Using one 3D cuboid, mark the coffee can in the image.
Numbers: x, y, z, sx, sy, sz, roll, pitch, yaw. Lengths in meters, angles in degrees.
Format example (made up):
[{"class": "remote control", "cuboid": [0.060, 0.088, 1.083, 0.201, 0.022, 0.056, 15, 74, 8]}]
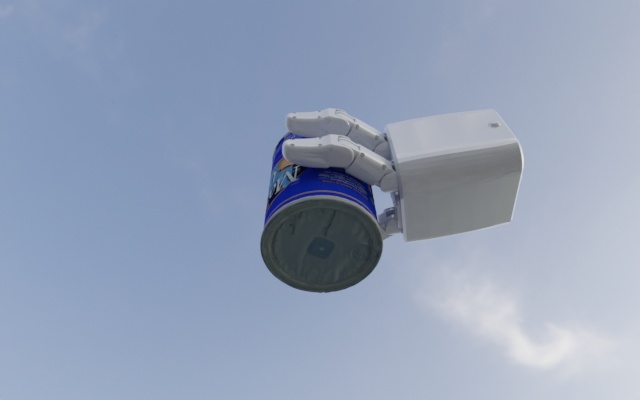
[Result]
[{"class": "coffee can", "cuboid": [0.000, 0.002, 0.454, 0.103, 0.103, 0.140, 0, 35, -1]}]
